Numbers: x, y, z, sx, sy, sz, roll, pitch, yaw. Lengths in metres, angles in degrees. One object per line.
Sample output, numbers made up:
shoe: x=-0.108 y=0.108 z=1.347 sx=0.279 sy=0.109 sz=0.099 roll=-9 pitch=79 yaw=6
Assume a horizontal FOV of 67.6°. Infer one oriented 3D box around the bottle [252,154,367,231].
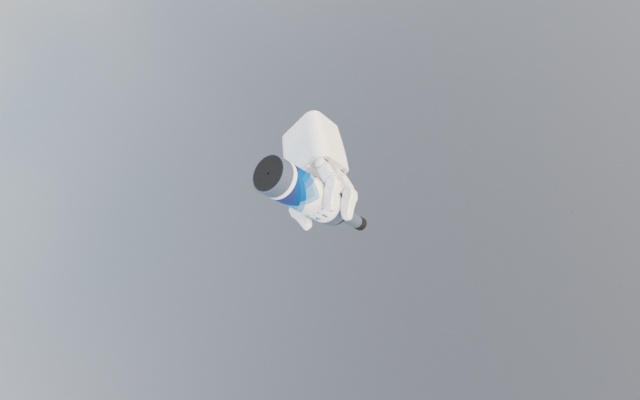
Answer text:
bottle: x=0.000 y=0.003 z=0.864 sx=0.069 sy=0.069 sz=0.296 roll=0 pitch=-18 yaw=36
